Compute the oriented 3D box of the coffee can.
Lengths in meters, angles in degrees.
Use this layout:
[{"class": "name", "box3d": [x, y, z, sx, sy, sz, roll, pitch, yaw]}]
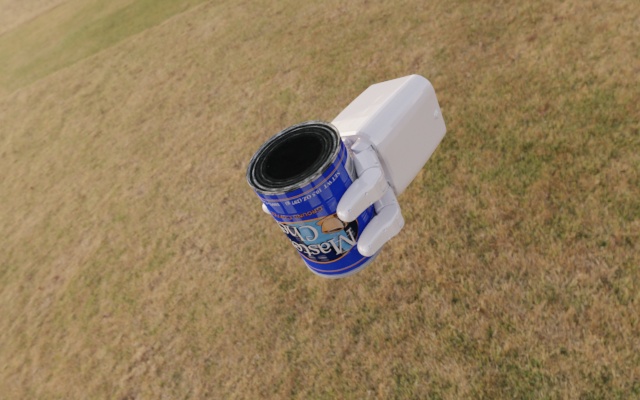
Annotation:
[{"class": "coffee can", "box3d": [0.000, 0.002, 0.509, 0.103, 0.102, 0.140, 0, -42, 32]}]
